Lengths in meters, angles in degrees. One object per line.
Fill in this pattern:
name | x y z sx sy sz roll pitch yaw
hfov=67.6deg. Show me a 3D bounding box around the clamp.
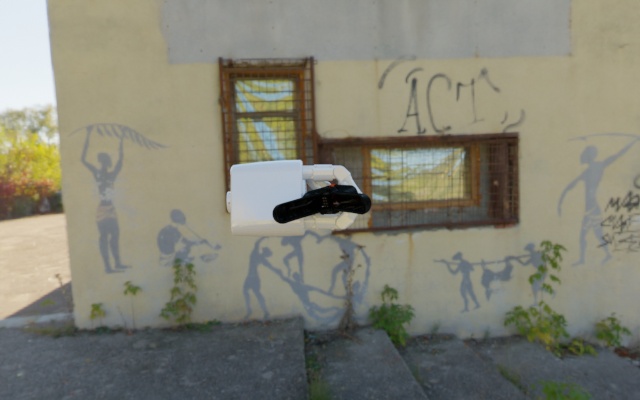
clamp | 0.000 0.001 0.642 0.120 0.039 0.171 -2 5 0
